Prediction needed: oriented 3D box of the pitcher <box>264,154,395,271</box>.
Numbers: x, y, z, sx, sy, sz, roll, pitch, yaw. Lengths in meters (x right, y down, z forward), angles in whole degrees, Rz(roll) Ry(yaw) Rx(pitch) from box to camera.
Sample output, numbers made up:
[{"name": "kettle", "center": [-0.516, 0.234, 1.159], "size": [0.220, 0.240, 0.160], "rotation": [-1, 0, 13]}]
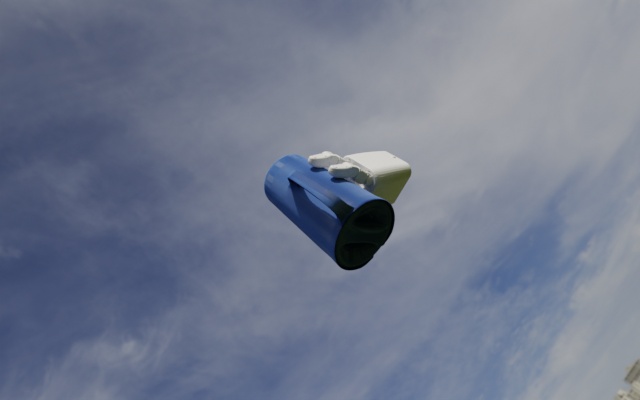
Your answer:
[{"name": "pitcher", "center": [0.000, 0.003, 0.848], "size": [0.145, 0.149, 0.242], "rotation": [-15, 36, -36]}]
